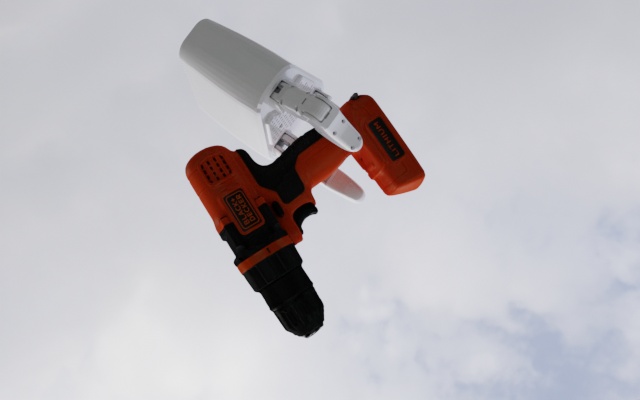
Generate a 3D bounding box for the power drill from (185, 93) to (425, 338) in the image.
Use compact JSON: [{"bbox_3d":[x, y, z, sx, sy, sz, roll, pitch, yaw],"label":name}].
[{"bbox_3d":[0.000,0.001,0.431,0.187,0.184,0.057,-31,-5,-19],"label":"power drill"}]
